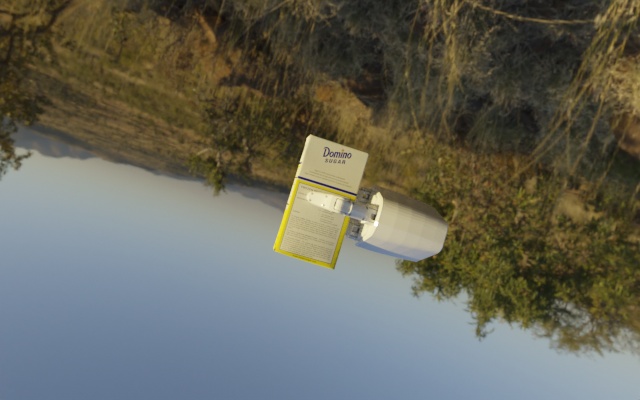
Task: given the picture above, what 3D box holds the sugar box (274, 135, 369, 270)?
[{"bbox_3d":[0.000,0.002,0.698,0.093,0.176,0.048,18,-2,-8],"label":"sugar box"}]
